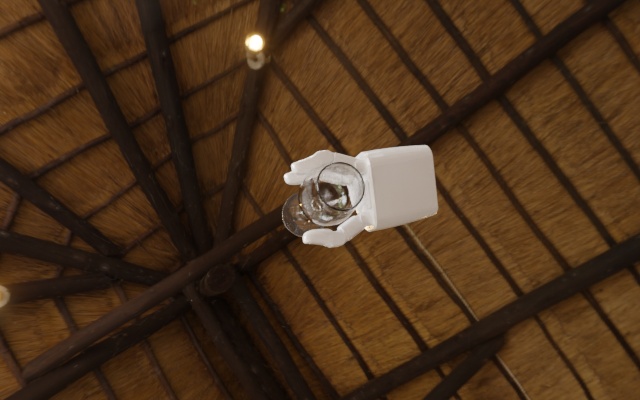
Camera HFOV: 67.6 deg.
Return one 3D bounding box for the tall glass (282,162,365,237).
[{"bbox_3d":[0.000,0.002,0.674,0.079,0.079,0.201,0,-11,-15],"label":"tall glass"}]
